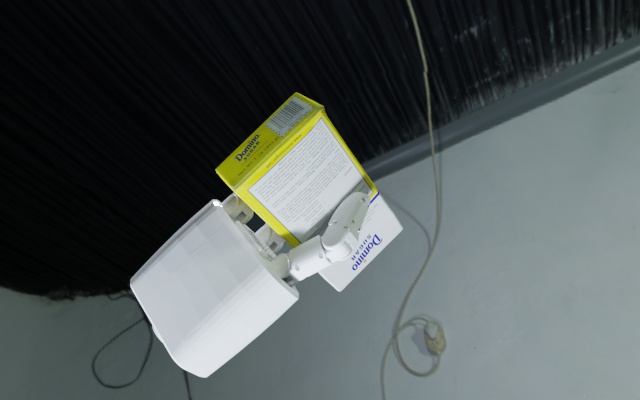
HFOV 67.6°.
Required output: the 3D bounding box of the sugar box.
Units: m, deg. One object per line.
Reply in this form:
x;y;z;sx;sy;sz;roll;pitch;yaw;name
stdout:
0.000;0.001;0.423;0.048;0.093;0.176;41;-7;44;sugar box
